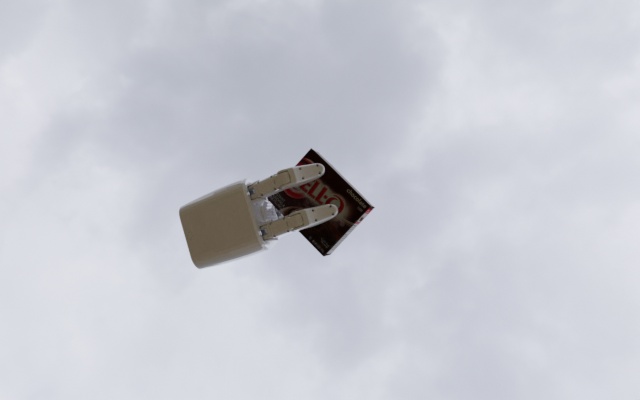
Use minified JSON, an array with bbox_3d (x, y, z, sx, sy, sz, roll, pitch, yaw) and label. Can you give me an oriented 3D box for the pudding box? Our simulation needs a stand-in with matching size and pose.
[{"bbox_3d":[0.000,0.002,0.624,0.113,0.090,0.039,44,10,12],"label":"pudding box"}]
